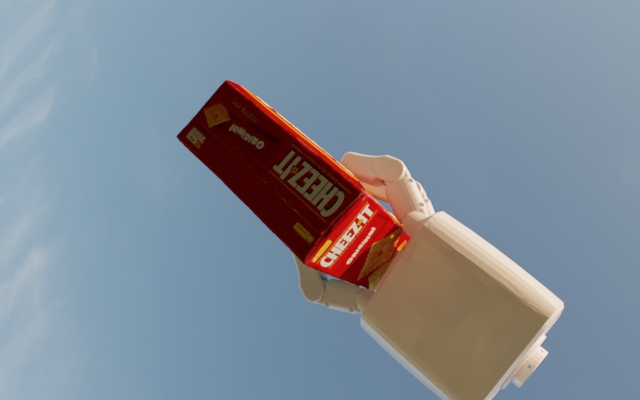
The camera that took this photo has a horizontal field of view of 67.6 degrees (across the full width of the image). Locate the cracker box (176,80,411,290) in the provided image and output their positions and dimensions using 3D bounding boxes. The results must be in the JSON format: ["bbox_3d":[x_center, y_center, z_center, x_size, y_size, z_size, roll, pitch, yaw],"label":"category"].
[{"bbox_3d":[0.000,0.002,0.431,0.164,0.072,0.214,41,2,30],"label":"cracker box"}]
